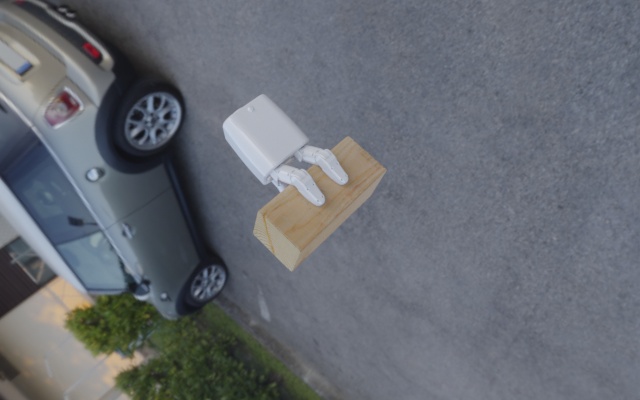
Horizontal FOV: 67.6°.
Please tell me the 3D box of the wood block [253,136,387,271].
[{"bbox_3d":[0.000,0.002,0.766,0.206,0.090,0.091,-42,-11,-27],"label":"wood block"}]
